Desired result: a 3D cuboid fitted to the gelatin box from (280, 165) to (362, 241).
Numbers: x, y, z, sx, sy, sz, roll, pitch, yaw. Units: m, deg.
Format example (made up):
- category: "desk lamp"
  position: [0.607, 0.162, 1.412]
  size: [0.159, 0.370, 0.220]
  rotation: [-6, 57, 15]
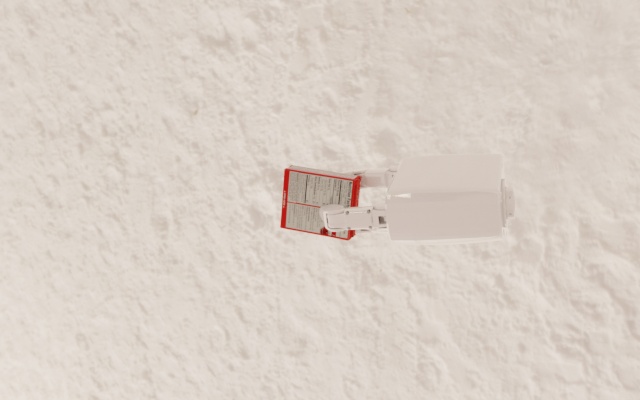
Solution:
- category: "gelatin box"
  position: [0.000, 0.002, 0.557]
  size: [0.089, 0.073, 0.030]
  rotation: [9, 16, 16]
